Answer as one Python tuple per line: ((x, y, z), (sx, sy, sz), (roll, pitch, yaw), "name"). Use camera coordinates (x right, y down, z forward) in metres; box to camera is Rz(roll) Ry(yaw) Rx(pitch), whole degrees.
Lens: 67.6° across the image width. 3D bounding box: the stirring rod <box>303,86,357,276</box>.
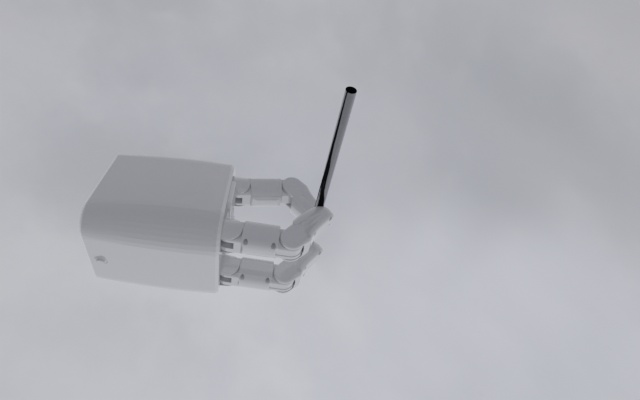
((0.000, 0.001, 0.412), (0.011, 0.011, 0.240), (0, -39, -13), "stirring rod")
